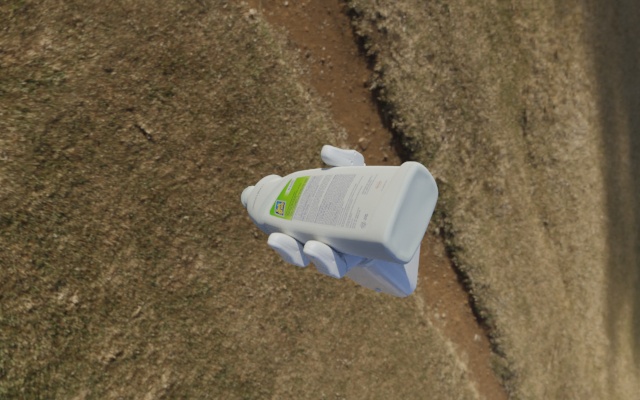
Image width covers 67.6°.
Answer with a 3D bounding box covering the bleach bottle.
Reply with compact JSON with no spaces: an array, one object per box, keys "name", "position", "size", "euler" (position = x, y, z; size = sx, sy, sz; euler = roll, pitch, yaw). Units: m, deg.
[{"name":"bleach bottle","position":[0.000,0.002,0.548],"size":[0.251,0.102,0.068],"euler":[8,-25,43]}]
